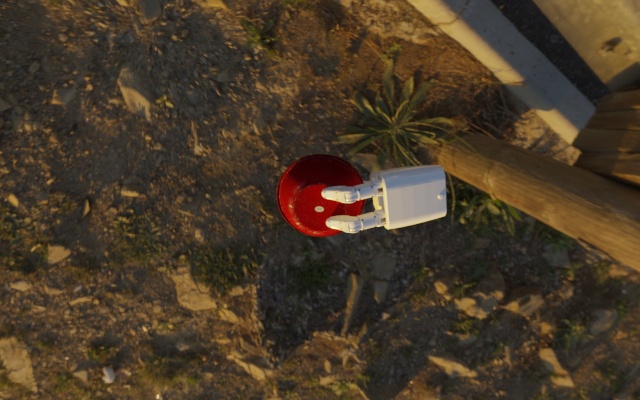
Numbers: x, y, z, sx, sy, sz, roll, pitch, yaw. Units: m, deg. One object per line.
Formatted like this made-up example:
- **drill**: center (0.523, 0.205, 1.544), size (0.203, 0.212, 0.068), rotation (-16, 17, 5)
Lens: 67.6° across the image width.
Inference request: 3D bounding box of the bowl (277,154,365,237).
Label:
- **bowl**: center (-0.001, 0.003, 0.839), size (0.162, 0.162, 0.055), rotation (0, 23, 2)
